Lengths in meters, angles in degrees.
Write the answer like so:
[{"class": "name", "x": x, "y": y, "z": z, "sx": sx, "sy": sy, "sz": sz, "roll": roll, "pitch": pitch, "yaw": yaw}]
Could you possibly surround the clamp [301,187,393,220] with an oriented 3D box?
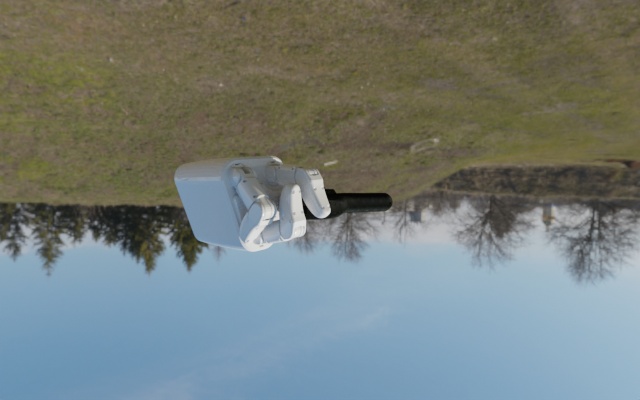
[{"class": "clamp", "x": 0.000, "y": 0.003, "z": 0.617, "sx": 0.120, "sy": 0.039, "sz": 0.171, "roll": 0, "pitch": 2, "yaw": 42}]
